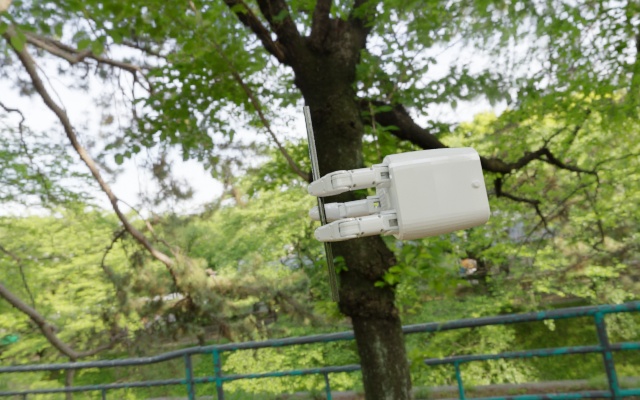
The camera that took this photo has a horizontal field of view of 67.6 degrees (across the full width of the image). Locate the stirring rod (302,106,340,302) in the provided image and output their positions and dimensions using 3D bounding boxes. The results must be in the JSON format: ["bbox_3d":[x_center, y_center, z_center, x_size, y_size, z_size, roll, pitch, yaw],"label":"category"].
[{"bbox_3d":[0.000,0.002,0.579,0.011,0.239,0.011,-9,-7,-1],"label":"stirring rod"}]
